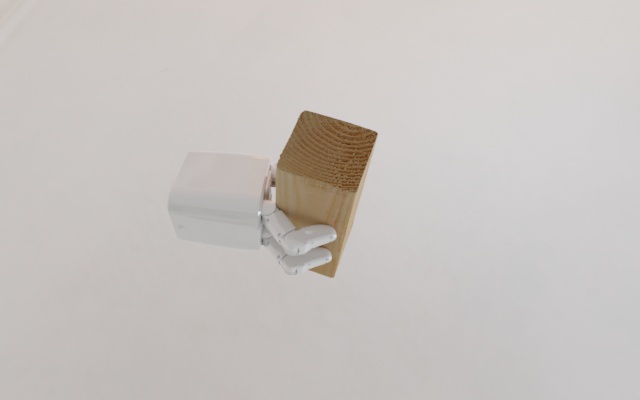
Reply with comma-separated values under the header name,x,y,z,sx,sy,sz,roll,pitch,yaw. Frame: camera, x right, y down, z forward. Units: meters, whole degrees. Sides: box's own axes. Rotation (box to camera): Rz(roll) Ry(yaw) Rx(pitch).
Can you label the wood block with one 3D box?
name,x,y,z,sx,sy,sz,roll,pitch,yaw
wood block,0.000,0.002,0.587,0.090,0.090,0.206,18,-33,6
